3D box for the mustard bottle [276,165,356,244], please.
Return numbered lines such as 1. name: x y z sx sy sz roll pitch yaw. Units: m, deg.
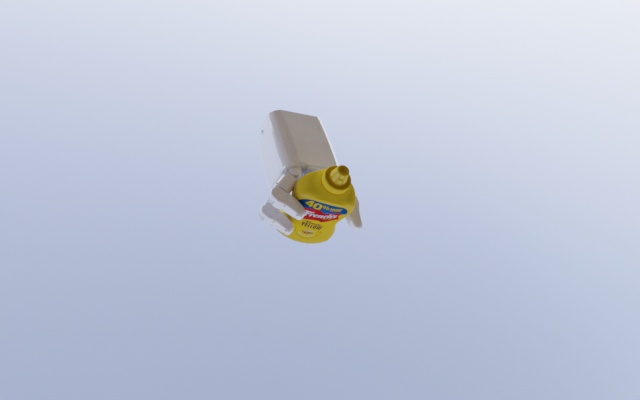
1. mustard bottle: 0.000 0.003 0.729 0.096 0.058 0.192 16 -33 -13
